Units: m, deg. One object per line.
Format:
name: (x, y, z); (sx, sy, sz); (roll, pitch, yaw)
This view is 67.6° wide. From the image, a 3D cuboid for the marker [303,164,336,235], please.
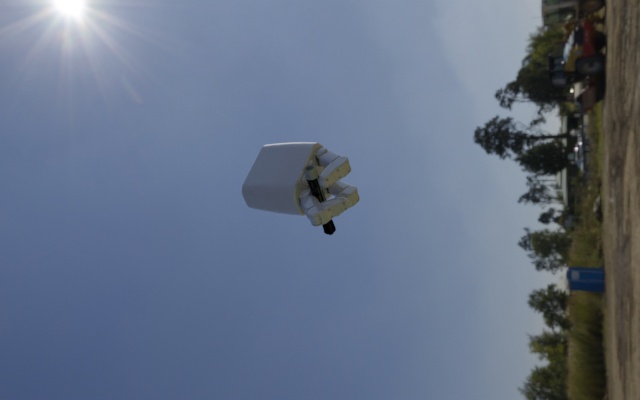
marker: (0.000, 0.002, 0.700); (0.020, 0.121, 0.020); (-13, 34, 9)
